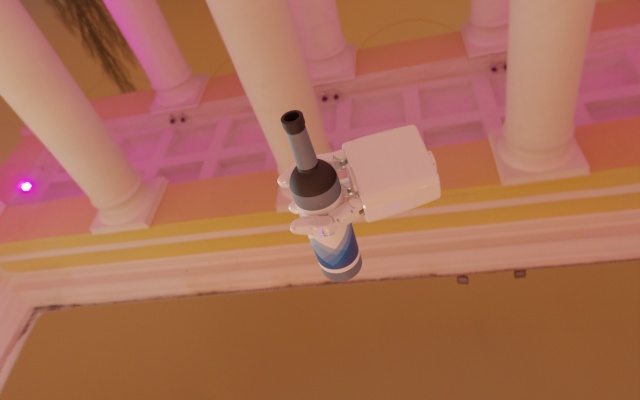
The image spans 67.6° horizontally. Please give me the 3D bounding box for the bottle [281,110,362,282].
[{"bbox_3d":[0.000,0.002,0.662,0.069,0.069,0.296,0,-43,18],"label":"bottle"}]
